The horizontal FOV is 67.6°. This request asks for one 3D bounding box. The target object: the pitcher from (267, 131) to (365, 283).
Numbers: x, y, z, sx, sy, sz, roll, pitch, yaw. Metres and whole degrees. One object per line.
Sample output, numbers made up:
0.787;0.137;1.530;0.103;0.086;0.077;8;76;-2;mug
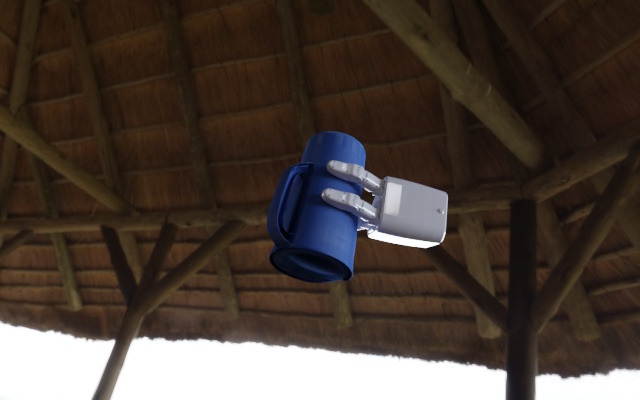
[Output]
0.000;0.003;0.791;0.145;0.242;0.149;12;-29;0;pitcher
